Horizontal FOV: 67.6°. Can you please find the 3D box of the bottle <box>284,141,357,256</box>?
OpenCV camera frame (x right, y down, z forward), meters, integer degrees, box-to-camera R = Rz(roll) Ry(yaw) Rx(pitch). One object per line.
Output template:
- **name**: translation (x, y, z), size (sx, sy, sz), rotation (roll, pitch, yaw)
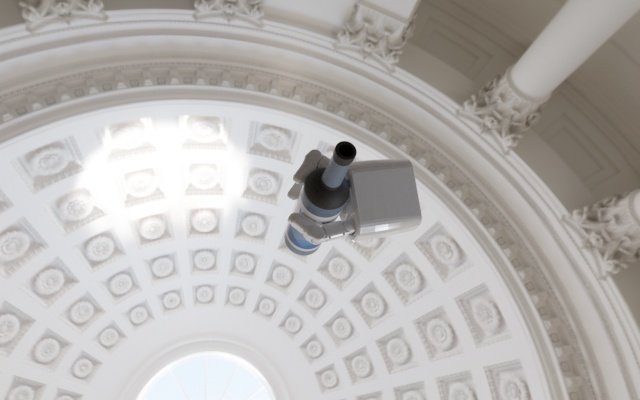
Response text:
- **bottle**: translation (0.000, 0.002, 0.705), size (0.069, 0.069, 0.296), rotation (0, -25, -13)
